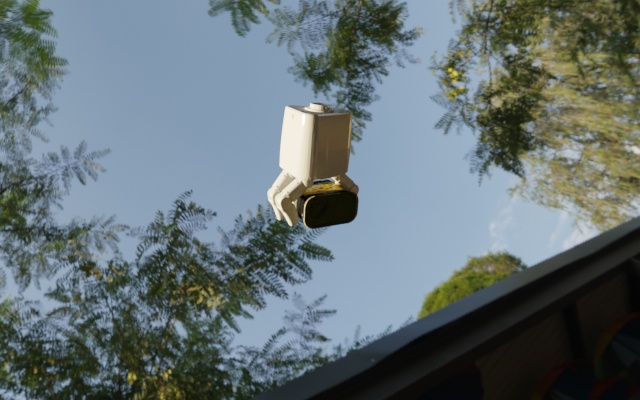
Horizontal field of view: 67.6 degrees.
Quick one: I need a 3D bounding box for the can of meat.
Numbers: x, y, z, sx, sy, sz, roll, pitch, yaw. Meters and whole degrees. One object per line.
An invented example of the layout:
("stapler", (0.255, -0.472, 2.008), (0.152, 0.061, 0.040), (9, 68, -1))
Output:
("can of meat", (0.000, 0.003, 0.822), (0.102, 0.057, 0.084), (-8, 23, -27))
